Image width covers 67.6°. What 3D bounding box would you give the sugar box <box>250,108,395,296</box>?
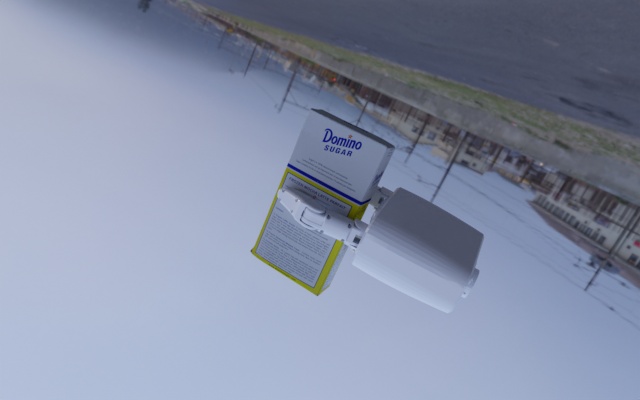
[{"bbox_3d":[0.000,0.002,0.510,0.093,0.176,0.048,29,15,15],"label":"sugar box"}]
